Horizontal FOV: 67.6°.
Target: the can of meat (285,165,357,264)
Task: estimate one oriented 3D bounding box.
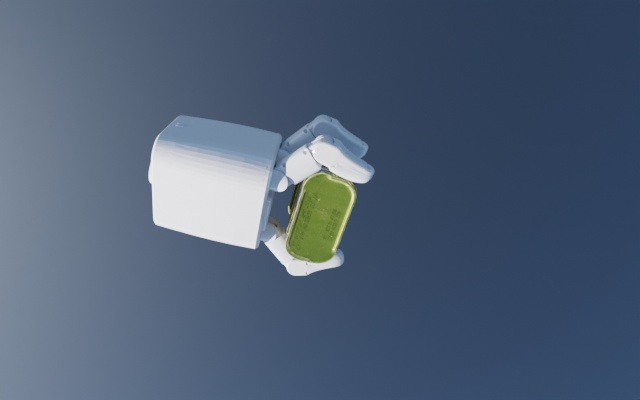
[{"bbox_3d":[0.000,0.002,0.484,0.057,0.102,0.084,16,25,-6],"label":"can of meat"}]
